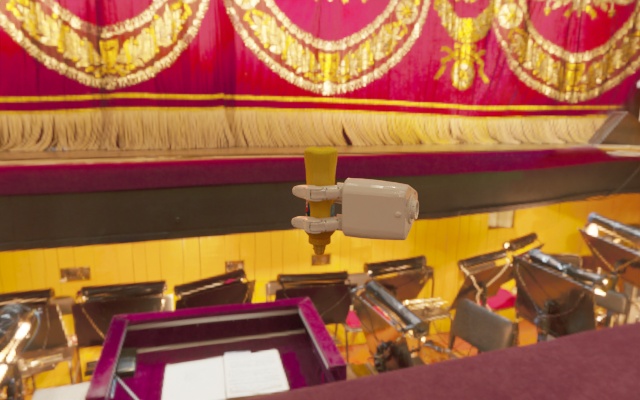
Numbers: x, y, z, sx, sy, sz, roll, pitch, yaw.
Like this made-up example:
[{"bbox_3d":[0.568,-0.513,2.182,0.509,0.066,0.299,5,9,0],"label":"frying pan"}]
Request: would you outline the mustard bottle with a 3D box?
[{"bbox_3d":[0.000,0.003,0.849,0.058,0.192,0.096,0,12,-2],"label":"mustard bottle"}]
